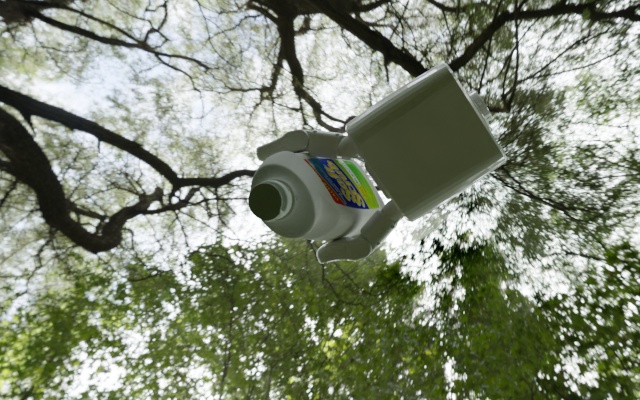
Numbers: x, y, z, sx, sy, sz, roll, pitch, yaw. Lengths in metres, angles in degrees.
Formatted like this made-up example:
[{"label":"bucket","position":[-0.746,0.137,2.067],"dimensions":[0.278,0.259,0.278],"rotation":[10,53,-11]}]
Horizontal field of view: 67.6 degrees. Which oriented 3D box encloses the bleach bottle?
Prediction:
[{"label":"bleach bottle","position":[0.000,0.001,0.476],"dimensions":[0.068,0.102,0.251],"rotation":[-33,-7,16]}]
